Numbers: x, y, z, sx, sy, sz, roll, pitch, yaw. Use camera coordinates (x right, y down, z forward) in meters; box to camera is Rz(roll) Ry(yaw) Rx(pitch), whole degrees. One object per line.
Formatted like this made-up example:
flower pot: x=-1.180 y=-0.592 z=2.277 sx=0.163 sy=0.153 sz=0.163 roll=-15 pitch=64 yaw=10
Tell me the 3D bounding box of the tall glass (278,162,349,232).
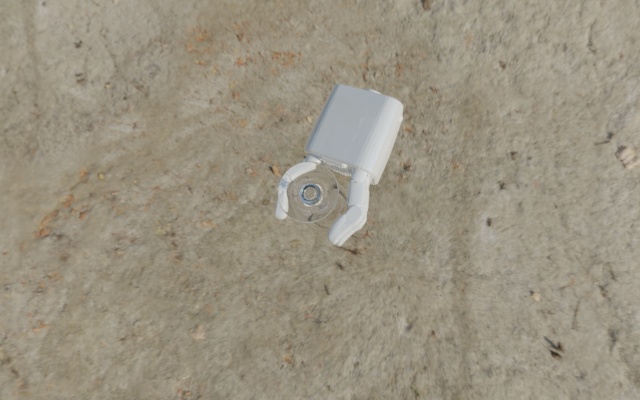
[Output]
tall glass: x=0.000 y=0.002 z=0.664 sx=0.079 sy=0.079 sz=0.201 roll=0 pitch=-8 yaw=9
